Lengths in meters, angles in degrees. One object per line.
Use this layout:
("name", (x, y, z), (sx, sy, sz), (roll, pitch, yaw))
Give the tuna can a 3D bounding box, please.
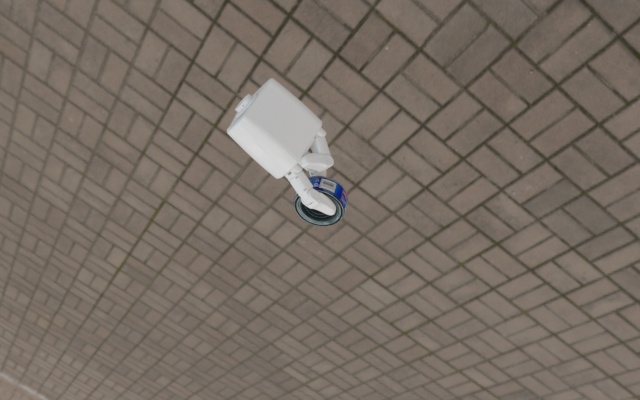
("tuna can", (0.000, 0.003, 0.781), (0.086, 0.086, 0.033), (0, 43, 16))
